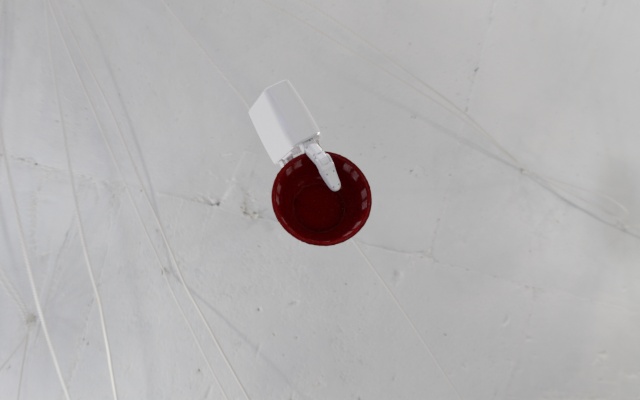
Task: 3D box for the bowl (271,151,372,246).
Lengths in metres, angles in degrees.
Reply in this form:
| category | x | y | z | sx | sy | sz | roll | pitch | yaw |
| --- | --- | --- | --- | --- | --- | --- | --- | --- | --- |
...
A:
| category | x | y | z | sx | sy | sz | roll | pitch | yaw |
| --- | --- | --- | --- | --- | --- | --- | --- | --- | --- |
| bowl | 0.000 | 0.004 | 0.782 | 0.162 | 0.162 | 0.055 | 0 | -20 | -6 |
